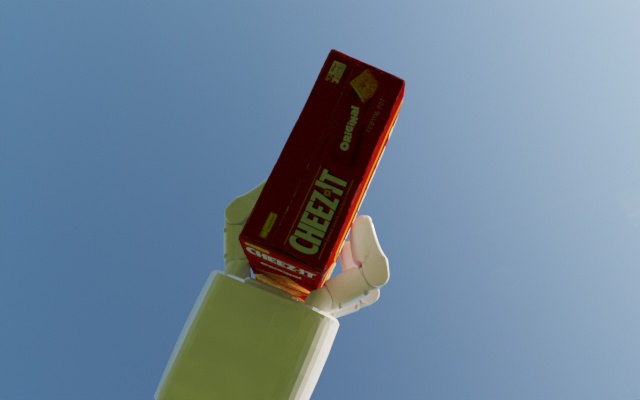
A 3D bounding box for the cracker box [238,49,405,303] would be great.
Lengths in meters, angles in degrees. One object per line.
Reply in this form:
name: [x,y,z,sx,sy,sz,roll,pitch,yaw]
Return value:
cracker box: [0.000,0.001,0.431,0.072,0.164,0.214,22,-19,3]
